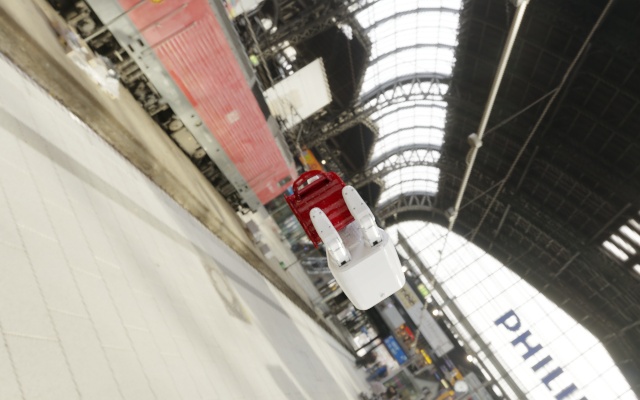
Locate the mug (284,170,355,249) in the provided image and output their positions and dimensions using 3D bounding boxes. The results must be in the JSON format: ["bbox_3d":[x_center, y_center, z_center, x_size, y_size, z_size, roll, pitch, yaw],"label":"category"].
[{"bbox_3d":[0.000,0.001,0.694,0.081,0.117,0.093,-32,39,-5],"label":"mug"}]
